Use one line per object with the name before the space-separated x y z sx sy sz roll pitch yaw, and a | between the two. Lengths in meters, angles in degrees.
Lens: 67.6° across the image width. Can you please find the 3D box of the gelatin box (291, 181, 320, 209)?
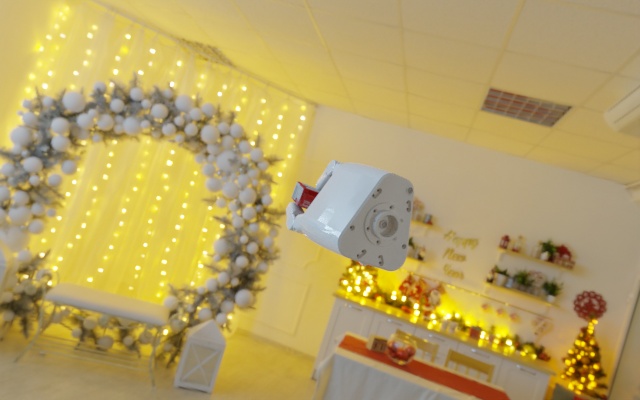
gelatin box | 0.000 0.002 0.686 0.073 0.030 0.089 21 4 -12
